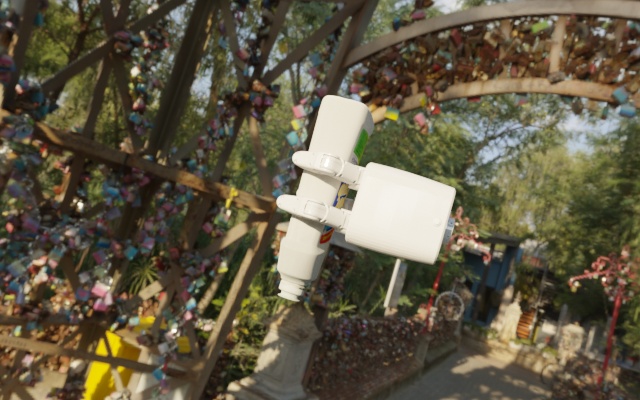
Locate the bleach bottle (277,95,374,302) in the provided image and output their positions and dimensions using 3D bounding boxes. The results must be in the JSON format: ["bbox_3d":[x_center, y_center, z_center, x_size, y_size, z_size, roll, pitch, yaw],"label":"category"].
[{"bbox_3d":[0.000,0.002,0.605,0.068,0.251,0.102,16,-6,12],"label":"bleach bottle"}]
